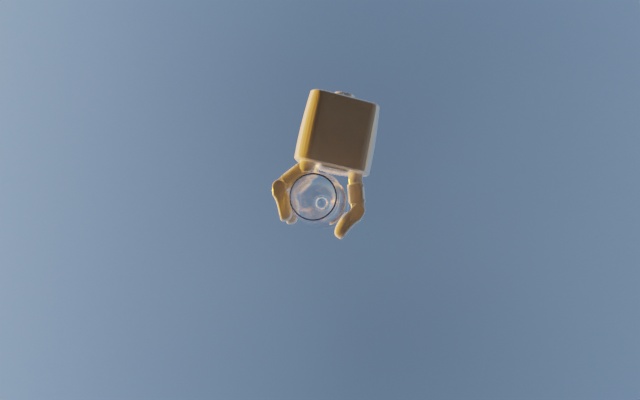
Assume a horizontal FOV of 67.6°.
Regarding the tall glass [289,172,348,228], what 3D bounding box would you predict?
[{"bbox_3d":[0.000,0.003,0.708,0.079,0.079,0.201,0,-4,6],"label":"tall glass"}]
